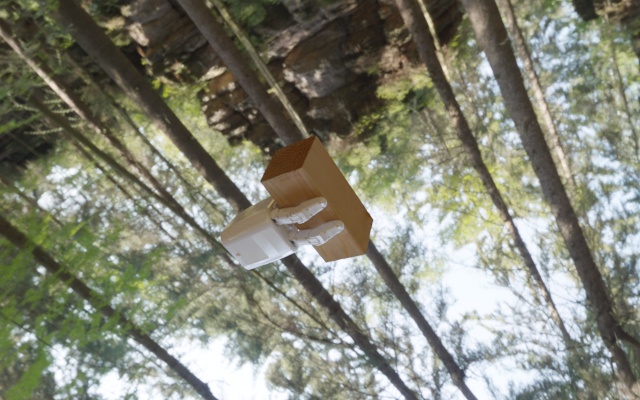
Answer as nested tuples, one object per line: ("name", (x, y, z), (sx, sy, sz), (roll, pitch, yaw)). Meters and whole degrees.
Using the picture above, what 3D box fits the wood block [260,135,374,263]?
("wood block", (0.000, 0.003, 0.830), (0.090, 0.206, 0.090), (-17, 35, 31))
